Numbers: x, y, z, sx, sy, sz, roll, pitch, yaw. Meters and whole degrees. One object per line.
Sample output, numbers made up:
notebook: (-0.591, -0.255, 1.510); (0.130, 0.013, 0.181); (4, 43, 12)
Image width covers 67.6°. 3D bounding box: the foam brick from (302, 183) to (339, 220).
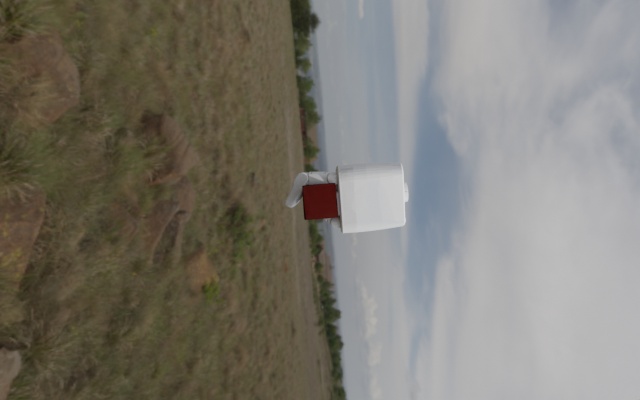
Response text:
foam brick: (0.000, 0.003, 0.740); (0.051, 0.053, 0.078); (-4, -1, 1)
